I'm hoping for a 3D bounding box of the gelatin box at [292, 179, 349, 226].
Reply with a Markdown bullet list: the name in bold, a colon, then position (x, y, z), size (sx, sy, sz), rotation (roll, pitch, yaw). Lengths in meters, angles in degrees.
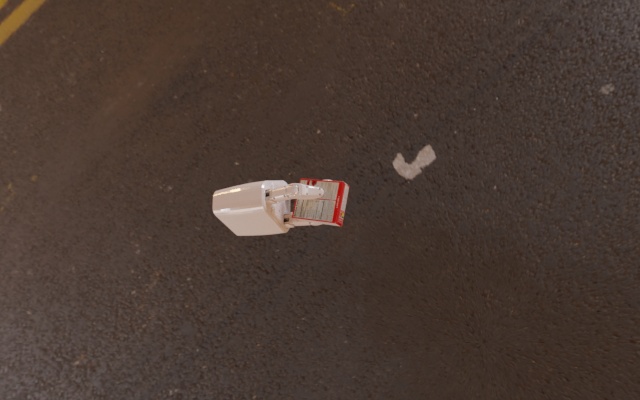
- **gelatin box**: position (0.000, 0.003, 0.827), size (0.089, 0.073, 0.030), rotation (5, -12, 28)
